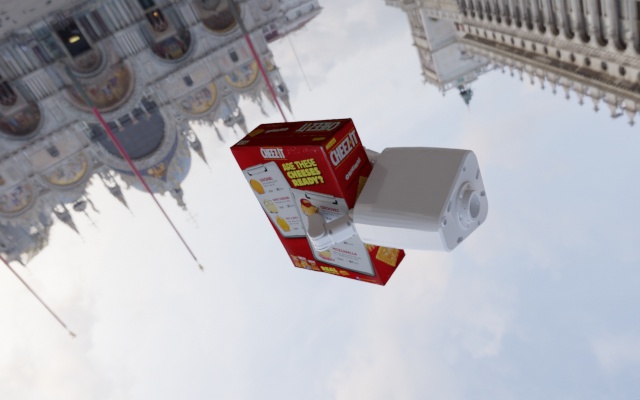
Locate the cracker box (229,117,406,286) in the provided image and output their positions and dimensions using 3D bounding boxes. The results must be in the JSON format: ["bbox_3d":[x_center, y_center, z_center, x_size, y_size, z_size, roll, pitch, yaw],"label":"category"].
[{"bbox_3d":[0.000,0.002,0.621,0.164,0.214,0.072,5,41,42],"label":"cracker box"}]
